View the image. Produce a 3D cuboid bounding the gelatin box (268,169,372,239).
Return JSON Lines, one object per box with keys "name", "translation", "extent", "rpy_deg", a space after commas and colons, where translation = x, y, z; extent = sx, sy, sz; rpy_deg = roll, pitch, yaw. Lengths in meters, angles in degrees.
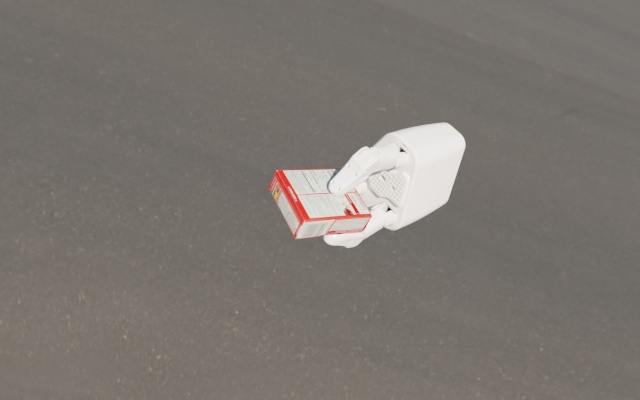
{"name": "gelatin box", "translation": [0.000, 0.001, 0.501], "extent": [0.089, 0.073, 0.030], "rpy_deg": [-3, -42, -35]}
